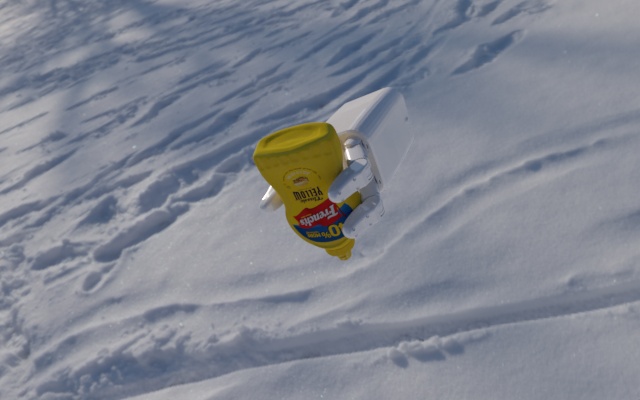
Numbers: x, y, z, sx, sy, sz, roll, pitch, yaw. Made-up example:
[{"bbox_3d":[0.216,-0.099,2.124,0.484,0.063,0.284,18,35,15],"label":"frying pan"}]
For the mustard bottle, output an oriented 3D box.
[{"bbox_3d":[0.000,0.002,0.576,0.096,0.192,0.058,-12,37,17],"label":"mustard bottle"}]
